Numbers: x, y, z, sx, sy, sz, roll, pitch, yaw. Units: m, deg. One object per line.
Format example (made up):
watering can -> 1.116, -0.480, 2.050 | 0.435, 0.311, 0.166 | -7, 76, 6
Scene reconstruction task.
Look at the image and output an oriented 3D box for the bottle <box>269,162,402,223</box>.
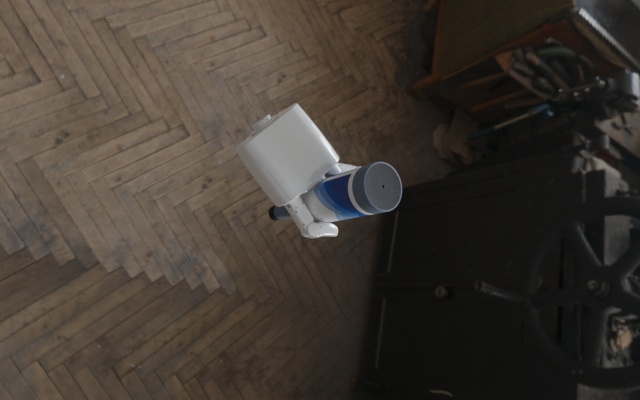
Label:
bottle -> 0.000, 0.002, 0.741 | 0.069, 0.069, 0.296 | 0, -8, -34
